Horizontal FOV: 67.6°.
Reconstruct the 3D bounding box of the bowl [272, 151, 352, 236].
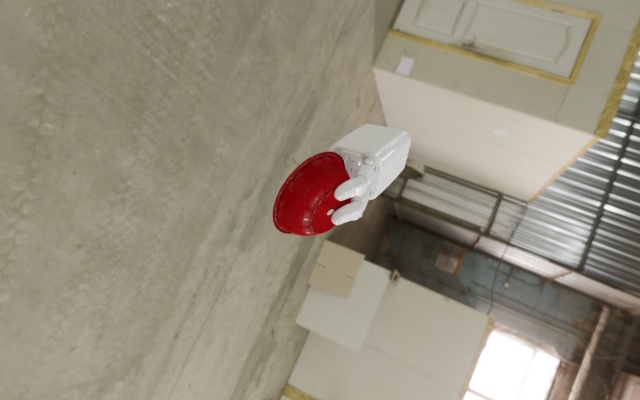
[{"bbox_3d":[-0.001,0.004,0.781,0.055,0.162,0.162,39,22,30],"label":"bowl"}]
